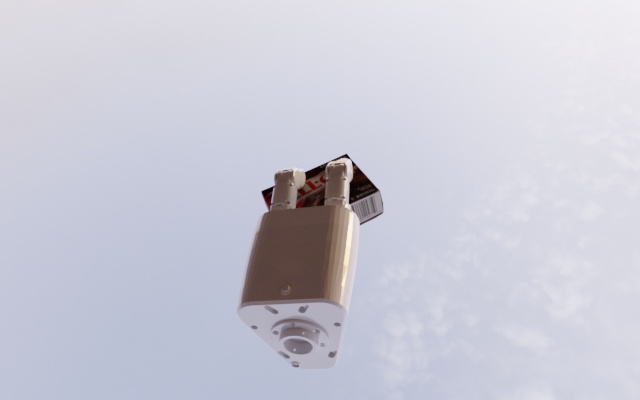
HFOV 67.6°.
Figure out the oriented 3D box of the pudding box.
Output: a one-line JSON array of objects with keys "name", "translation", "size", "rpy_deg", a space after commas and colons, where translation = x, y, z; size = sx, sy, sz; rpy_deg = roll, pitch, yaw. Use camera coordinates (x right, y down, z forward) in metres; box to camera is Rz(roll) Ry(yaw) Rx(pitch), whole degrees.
[{"name": "pudding box", "translation": [0.000, 0.002, 0.526], "size": [0.113, 0.039, 0.090], "rpy_deg": [-23, 38, -9]}]
